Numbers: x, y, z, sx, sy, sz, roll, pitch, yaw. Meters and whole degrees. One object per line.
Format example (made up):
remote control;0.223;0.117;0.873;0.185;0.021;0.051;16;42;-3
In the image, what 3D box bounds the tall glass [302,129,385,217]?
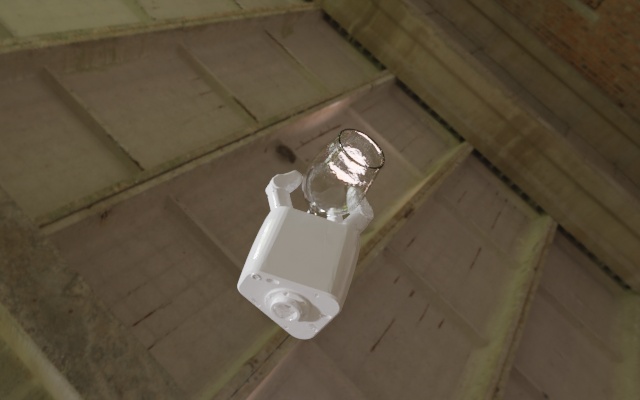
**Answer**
tall glass;0.000;0.002;0.602;0.079;0.079;0.201;0;-38;-37
